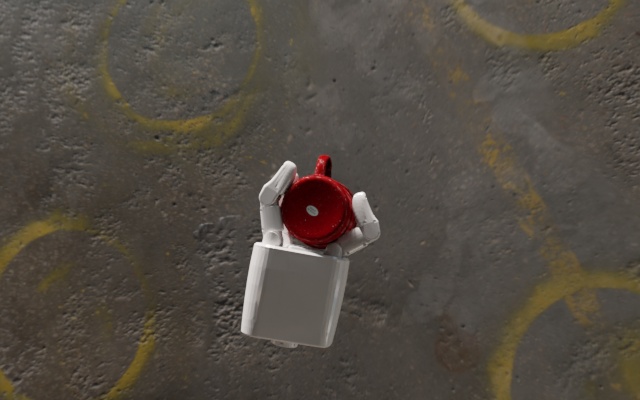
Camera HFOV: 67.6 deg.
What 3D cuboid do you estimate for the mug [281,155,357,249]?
[{"bbox_3d":[0.000,0.000,0.588,0.093,0.117,0.081,8,-4,8],"label":"mug"}]
